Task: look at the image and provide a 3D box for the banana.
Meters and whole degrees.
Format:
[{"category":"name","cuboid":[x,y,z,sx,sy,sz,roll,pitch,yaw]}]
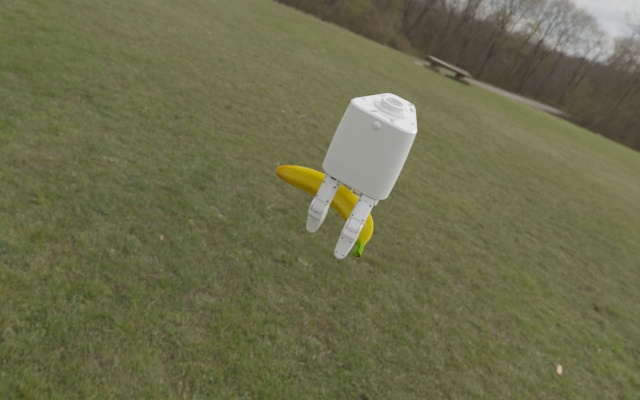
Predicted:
[{"category":"banana","cuboid":[0.016,-0.001,0.719,0.069,0.037,0.197,-22,54,-38]}]
